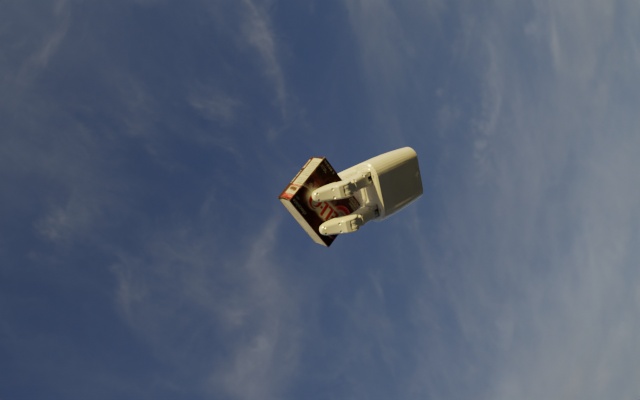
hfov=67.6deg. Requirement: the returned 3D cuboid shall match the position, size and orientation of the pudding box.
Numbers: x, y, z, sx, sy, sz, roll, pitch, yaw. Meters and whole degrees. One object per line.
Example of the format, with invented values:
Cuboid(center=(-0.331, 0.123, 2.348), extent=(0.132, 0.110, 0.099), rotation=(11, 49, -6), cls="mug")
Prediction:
Cuboid(center=(0.000, 0.002, 0.735), extent=(0.039, 0.090, 0.113), rotation=(8, -35, 52), cls="pudding box")
